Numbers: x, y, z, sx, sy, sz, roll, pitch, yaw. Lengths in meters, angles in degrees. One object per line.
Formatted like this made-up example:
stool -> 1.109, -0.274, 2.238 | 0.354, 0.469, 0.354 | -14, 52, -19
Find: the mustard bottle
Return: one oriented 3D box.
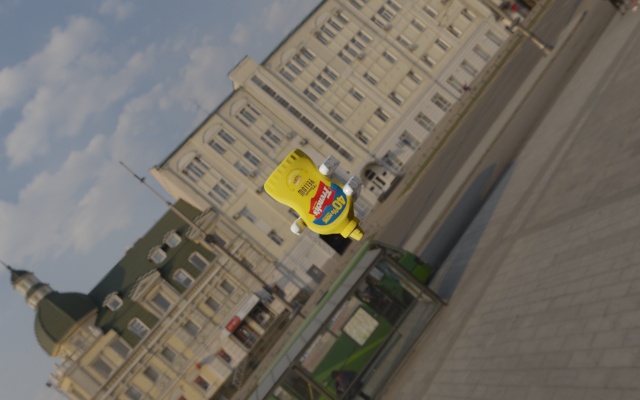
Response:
mustard bottle -> 0.000, 0.003, 0.848 | 0.191, 0.096, 0.058 | 40, -9, 3
